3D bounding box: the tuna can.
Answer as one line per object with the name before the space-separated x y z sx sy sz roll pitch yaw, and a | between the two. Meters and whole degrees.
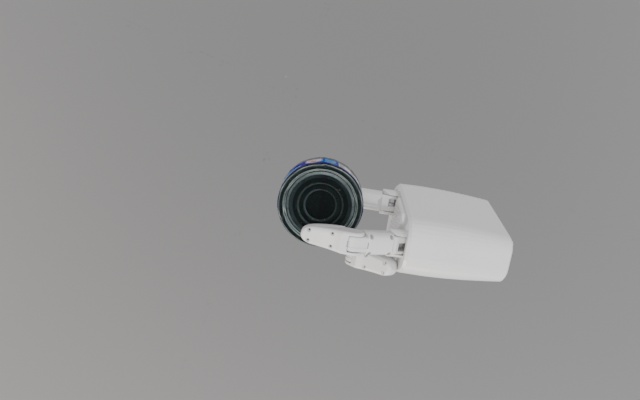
tuna can | 0.000 0.002 0.476 0.086 0.086 0.033 0 14 2
